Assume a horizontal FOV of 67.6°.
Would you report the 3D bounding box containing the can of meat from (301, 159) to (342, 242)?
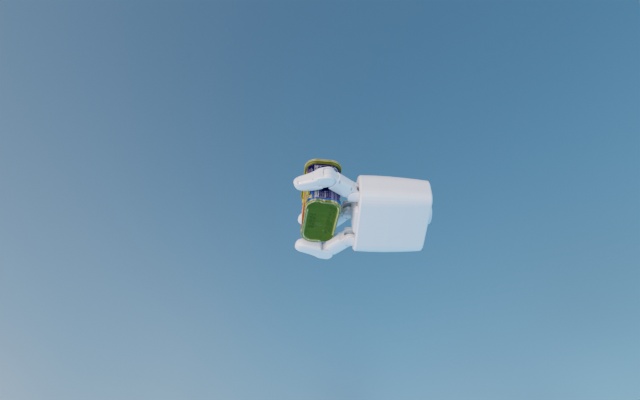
[{"bbox_3d":[0.000,0.003,0.728,0.057,0.083,0.102,5,-41,-5],"label":"can of meat"}]
